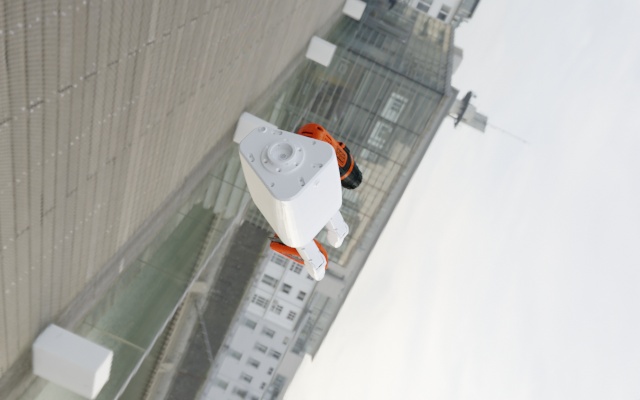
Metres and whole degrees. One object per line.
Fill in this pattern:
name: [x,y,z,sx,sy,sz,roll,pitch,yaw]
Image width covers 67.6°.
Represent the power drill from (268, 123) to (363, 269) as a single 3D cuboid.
power drill: [0.000,0.003,0.710,0.057,0.187,0.184,7,-16,30]
